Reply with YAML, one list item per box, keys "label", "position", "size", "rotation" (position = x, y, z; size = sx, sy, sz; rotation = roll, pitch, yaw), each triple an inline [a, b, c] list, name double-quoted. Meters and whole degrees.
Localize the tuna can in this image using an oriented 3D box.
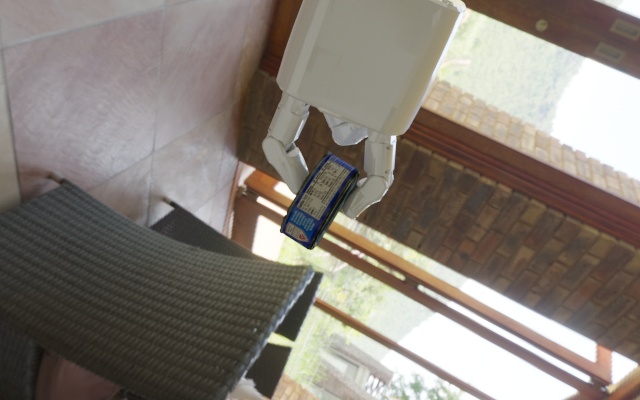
- label: "tuna can"
  position: [0.001, 0.002, 0.428]
  size: [0.034, 0.086, 0.086]
  rotation: [32, 3, 6]
